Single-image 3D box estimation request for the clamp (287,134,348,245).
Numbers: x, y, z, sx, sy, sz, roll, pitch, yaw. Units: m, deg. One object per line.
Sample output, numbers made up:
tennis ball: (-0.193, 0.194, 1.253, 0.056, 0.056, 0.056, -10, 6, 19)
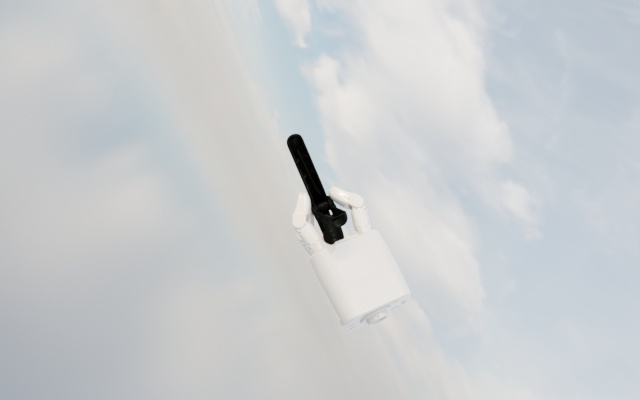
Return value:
clamp: (0.001, 0.002, 0.739, 0.036, 0.164, 0.210, -25, -23, -6)
